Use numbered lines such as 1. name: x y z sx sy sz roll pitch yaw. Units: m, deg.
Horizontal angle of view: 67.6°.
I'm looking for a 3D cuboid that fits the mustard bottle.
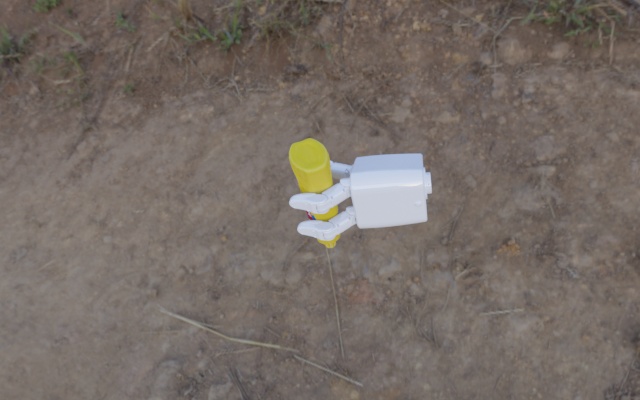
1. mustard bottle: 0.000 0.002 0.767 0.058 0.192 0.096 -20 38 -7
